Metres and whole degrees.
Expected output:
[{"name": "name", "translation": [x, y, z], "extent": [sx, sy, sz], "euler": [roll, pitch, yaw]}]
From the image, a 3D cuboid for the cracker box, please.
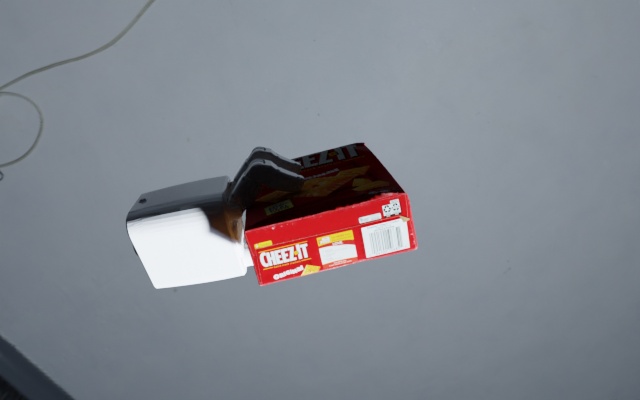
[{"name": "cracker box", "translation": [0.000, 0.002, 0.557], "extent": [0.164, 0.072, 0.213], "euler": [-13, 22, -2]}]
